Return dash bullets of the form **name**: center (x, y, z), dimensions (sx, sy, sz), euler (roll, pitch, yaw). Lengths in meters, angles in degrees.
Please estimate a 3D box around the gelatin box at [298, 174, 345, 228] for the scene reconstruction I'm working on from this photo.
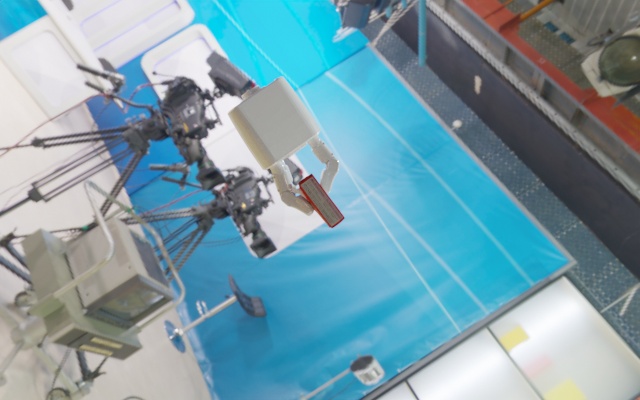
- **gelatin box**: center (0.001, 0.003, 0.768), dimensions (0.030, 0.089, 0.073), euler (-38, -1, -3)
